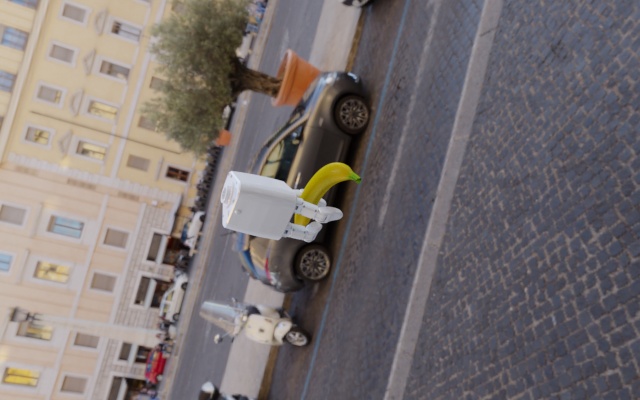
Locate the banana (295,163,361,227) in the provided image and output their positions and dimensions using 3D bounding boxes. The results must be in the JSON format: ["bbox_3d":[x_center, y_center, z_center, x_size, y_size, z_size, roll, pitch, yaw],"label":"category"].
[{"bbox_3d":[-0.001,-0.015,0.887,0.037,0.069,0.198,11,-36,-33],"label":"banana"}]
